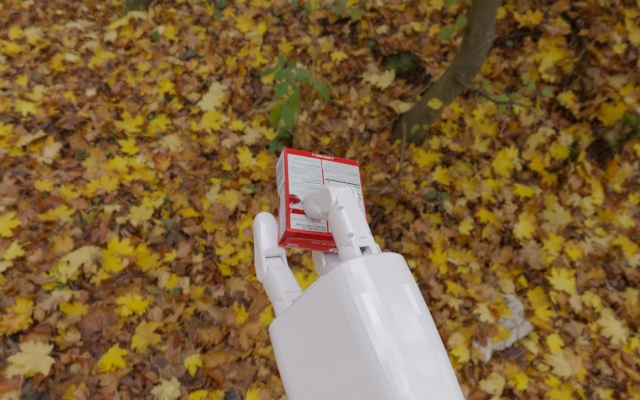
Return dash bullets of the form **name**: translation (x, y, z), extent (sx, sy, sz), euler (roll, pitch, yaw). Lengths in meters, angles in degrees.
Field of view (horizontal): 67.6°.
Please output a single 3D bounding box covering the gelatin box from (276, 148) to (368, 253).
- **gelatin box**: translation (0.000, 0.001, 0.416), extent (0.073, 0.089, 0.030), euler (8, -36, -19)
